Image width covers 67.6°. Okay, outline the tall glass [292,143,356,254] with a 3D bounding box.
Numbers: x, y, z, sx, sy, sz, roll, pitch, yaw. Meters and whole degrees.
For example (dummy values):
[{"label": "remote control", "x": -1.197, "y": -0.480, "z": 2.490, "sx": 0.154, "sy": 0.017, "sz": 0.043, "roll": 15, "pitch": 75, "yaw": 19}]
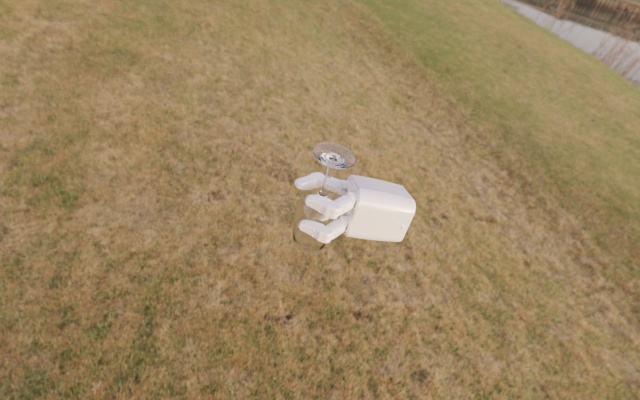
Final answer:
[{"label": "tall glass", "x": 0.000, "y": 0.002, "z": 0.840, "sx": 0.079, "sy": 0.201, "sz": 0.079, "roll": 11, "pitch": 37, "yaw": -8}]
